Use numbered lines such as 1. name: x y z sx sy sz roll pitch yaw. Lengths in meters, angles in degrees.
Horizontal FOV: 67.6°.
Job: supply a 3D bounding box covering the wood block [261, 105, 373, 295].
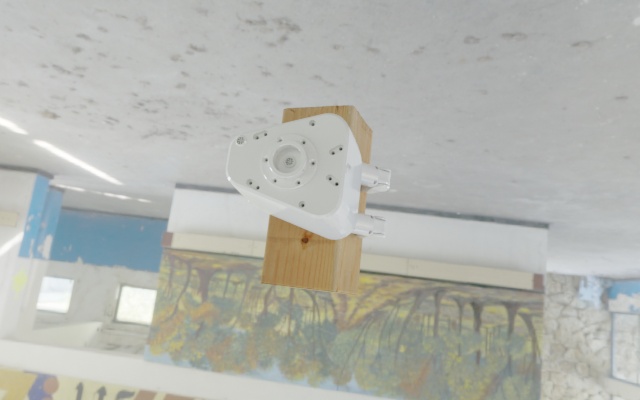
1. wood block: 0.000 0.002 0.567 0.091 0.206 0.090 2 -12 22
